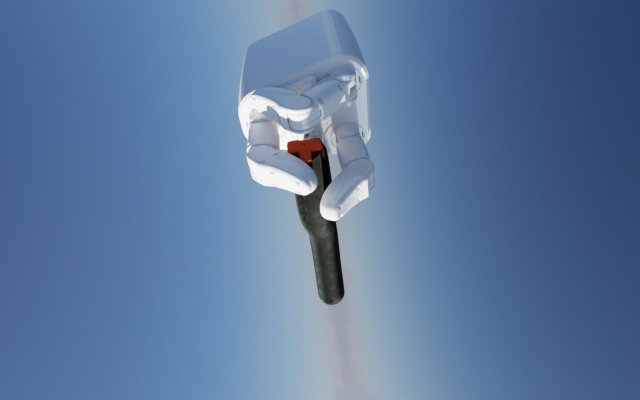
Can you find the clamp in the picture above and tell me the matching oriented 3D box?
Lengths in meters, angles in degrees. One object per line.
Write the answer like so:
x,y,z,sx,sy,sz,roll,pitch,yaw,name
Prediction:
-0.001,0.001,0.436,0.039,0.172,0.120,-8,43,0,clamp
